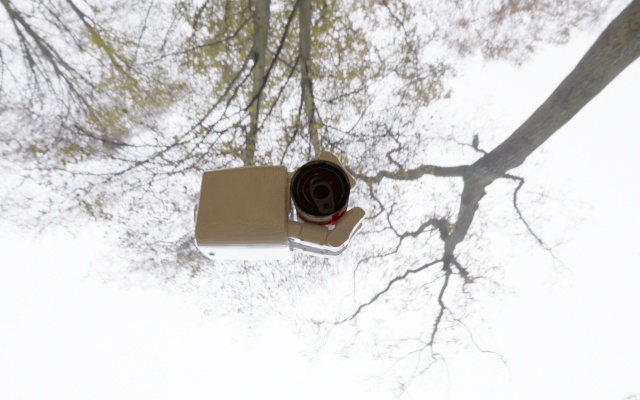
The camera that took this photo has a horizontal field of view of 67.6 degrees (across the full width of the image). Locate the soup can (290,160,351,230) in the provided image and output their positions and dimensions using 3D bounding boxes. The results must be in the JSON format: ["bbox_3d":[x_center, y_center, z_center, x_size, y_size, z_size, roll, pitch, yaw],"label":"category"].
[{"bbox_3d":[0.001,0.002,0.577,0.068,0.068,0.102,0,-18,0],"label":"soup can"}]
